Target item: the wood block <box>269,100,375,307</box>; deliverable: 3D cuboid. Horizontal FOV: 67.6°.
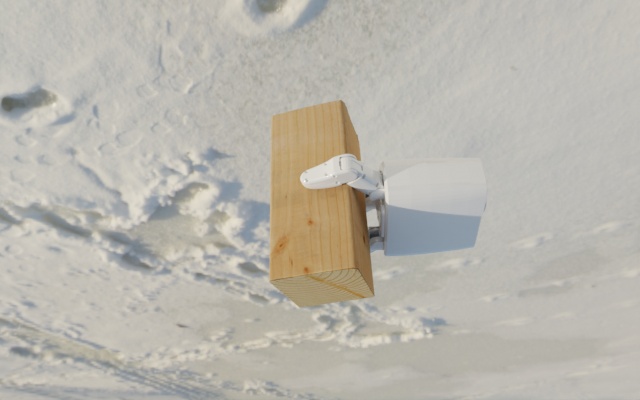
[{"bbox_3d":[0.000,0.002,0.536,0.090,0.206,0.091,-11,-31,13],"label":"wood block"}]
